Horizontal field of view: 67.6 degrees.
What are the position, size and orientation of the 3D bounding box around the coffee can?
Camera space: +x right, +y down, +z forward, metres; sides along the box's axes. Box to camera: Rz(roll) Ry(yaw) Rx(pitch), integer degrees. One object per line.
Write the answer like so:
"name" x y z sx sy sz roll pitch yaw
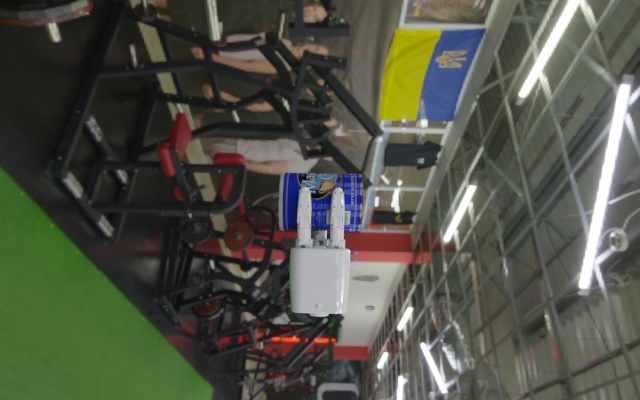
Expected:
"coffee can" 0.000 0.003 0.838 0.140 0.103 0.103 1 0 0
